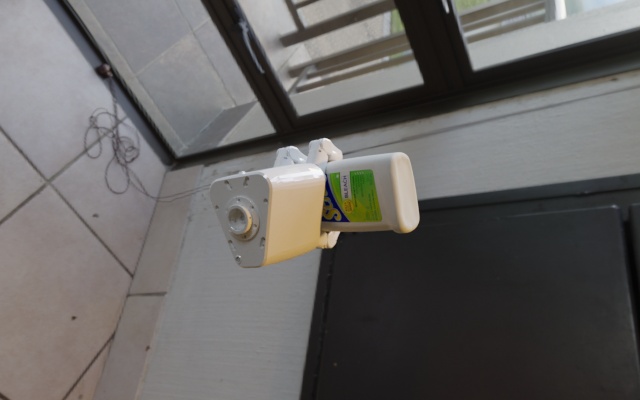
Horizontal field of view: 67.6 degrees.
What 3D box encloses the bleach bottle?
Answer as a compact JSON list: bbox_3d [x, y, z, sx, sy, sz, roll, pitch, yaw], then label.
[{"bbox_3d":[0.000,0.002,0.646,0.251,0.102,0.068,-8,2,32],"label":"bleach bottle"}]
